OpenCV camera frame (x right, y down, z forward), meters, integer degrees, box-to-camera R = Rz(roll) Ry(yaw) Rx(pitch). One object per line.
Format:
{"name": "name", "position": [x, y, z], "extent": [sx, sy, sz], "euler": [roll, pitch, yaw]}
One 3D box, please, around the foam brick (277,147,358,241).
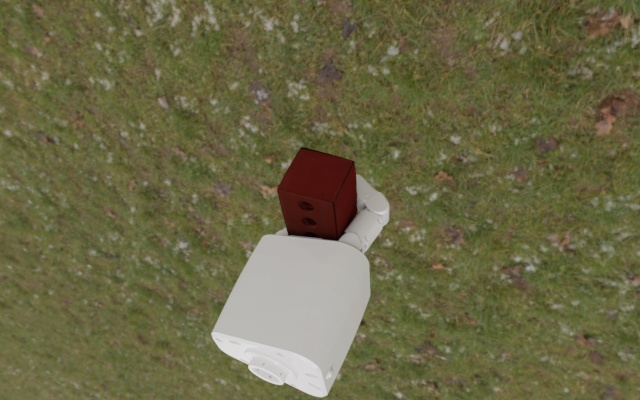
{"name": "foam brick", "position": [0.000, 0.001, 0.429], "extent": [0.053, 0.051, 0.078], "euler": [15, -36, 19]}
